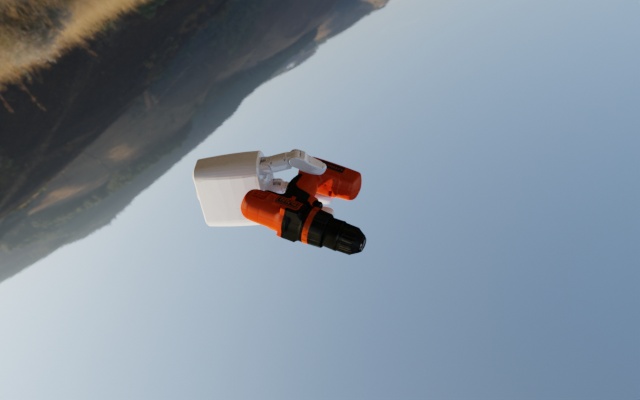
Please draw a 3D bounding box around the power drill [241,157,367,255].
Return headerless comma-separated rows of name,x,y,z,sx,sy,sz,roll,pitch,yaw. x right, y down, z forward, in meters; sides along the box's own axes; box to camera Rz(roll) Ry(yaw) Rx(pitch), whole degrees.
power drill,0.000,0.002,0.717,0.184,0.057,0.187,21,29,13
